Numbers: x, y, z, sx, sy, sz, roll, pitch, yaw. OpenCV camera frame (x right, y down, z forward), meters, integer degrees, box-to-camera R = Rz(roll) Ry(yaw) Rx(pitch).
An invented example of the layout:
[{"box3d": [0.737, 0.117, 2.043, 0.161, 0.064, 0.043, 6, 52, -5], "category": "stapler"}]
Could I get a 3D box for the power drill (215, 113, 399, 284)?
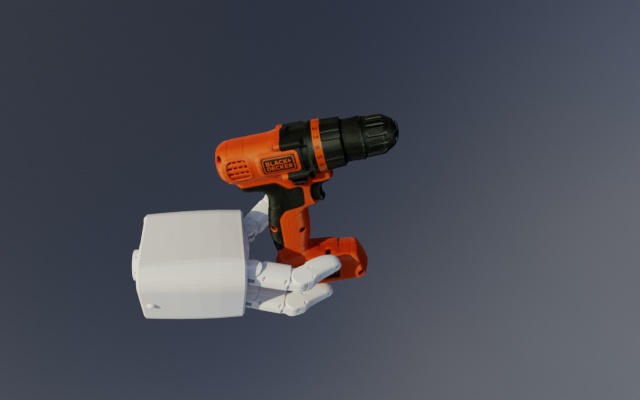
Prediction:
[{"box3d": [0.000, 0.002, 0.513, 0.184, 0.188, 0.057, -9, 32, 9], "category": "power drill"}]
